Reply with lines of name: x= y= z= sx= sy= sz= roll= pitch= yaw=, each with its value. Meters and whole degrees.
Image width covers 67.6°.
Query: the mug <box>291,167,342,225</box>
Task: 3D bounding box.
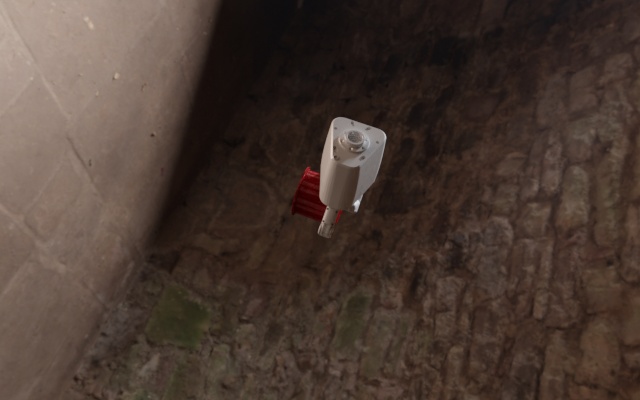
mug: x=0.000 y=0.004 z=0.872 sx=0.081 sy=0.093 sz=0.117 roll=19 pitch=-37 yaw=6
